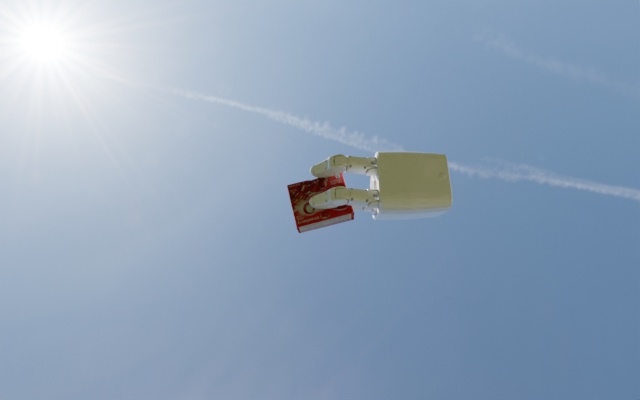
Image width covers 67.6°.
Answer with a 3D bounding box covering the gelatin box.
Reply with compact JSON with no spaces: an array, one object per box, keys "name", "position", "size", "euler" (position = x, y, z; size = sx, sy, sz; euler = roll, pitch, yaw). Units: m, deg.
[{"name":"gelatin box","position":[0.000,0.003,0.726],"size":[0.089,0.073,0.030],"euler":[-14,-25,-1]}]
